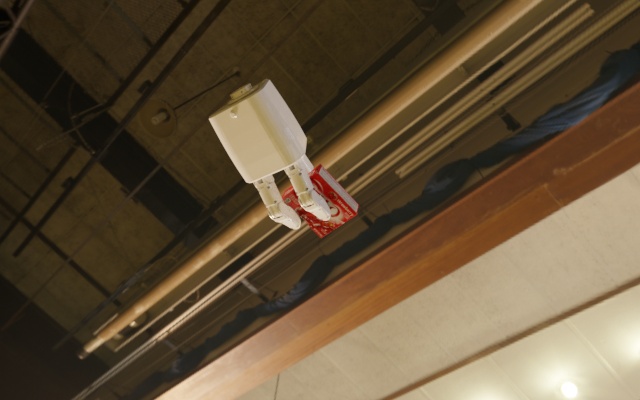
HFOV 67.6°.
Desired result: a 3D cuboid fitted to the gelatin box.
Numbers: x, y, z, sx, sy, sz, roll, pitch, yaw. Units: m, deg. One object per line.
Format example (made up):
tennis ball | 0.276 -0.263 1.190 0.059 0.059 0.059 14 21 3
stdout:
gelatin box | 0.000 0.002 0.700 0.073 0.089 0.030 -36 17 28
